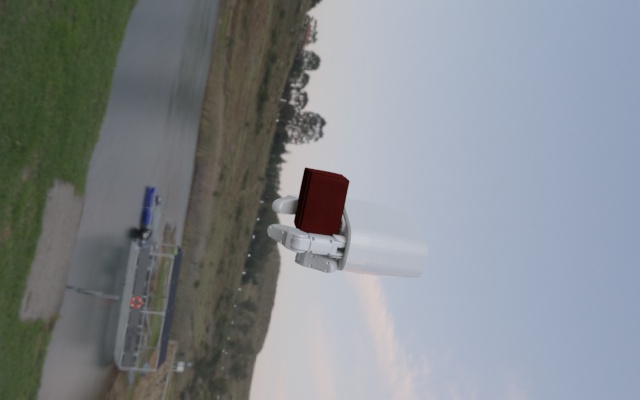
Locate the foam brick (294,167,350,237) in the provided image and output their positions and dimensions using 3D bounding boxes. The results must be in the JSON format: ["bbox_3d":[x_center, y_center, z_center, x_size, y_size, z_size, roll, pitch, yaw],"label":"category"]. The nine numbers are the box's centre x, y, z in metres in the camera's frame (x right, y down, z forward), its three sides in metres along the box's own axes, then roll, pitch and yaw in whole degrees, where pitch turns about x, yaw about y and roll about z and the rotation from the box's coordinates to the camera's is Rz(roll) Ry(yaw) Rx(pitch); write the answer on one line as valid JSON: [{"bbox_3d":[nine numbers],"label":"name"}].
[{"bbox_3d":[0.000,0.002,0.601,0.051,0.078,0.053,10,11,-10],"label":"foam brick"}]
